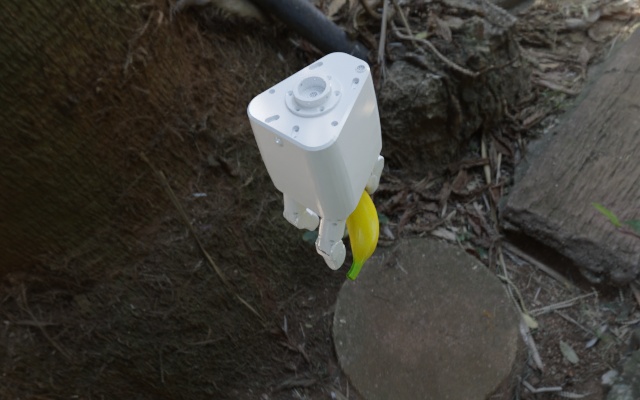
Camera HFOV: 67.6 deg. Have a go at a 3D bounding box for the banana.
[{"bbox_3d":[0.018,-0.004,0.572,0.069,0.197,0.037,-28,-32,-2],"label":"banana"}]
